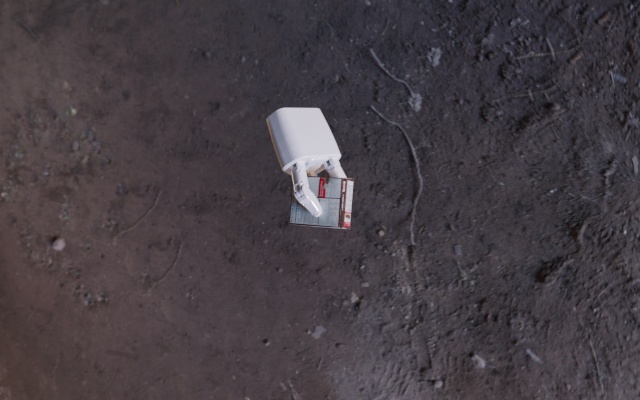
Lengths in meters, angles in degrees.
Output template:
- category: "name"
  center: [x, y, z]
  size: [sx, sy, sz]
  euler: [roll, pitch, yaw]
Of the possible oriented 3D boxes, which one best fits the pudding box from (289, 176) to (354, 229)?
- category: "pudding box"
  center: [0.000, 0.003, 0.845]
  size: [0.113, 0.090, 0.039]
  euler: [3, -2, 36]
